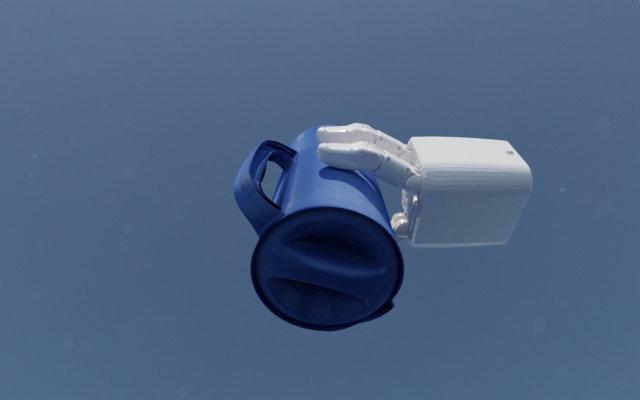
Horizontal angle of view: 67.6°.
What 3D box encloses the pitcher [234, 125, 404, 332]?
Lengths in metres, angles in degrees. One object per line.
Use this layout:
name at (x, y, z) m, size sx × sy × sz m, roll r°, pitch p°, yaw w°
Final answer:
pitcher at (0.000, 0.002, 0.506) m, size 0.145 × 0.149 × 0.242 m, roll -2°, pitch 29°, yaw 1°
